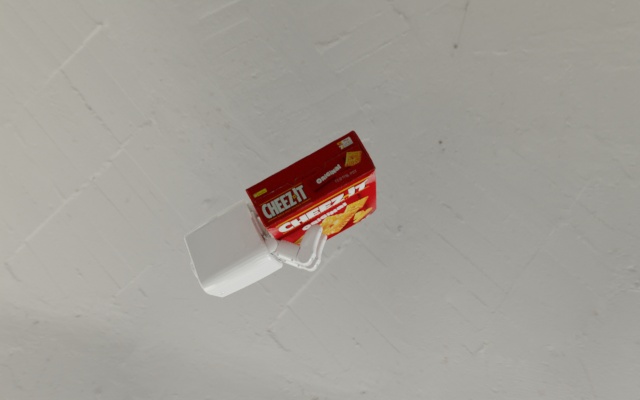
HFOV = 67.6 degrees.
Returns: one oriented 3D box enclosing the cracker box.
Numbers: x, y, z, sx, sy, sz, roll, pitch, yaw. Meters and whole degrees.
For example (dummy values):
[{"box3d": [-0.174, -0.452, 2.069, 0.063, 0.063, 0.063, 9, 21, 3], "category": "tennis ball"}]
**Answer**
[{"box3d": [0.000, 0.002, 0.709, 0.164, 0.072, 0.214, -29, -17, -2], "category": "cracker box"}]
